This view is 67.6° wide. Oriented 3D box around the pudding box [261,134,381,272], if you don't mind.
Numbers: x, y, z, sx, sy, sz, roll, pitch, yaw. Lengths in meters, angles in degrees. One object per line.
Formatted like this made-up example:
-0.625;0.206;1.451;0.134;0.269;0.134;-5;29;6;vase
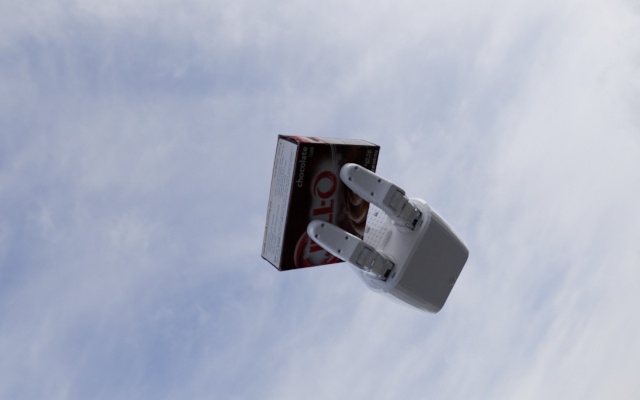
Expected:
0.000;0.001;0.419;0.090;0.113;0.039;-3;17;-39;pudding box
